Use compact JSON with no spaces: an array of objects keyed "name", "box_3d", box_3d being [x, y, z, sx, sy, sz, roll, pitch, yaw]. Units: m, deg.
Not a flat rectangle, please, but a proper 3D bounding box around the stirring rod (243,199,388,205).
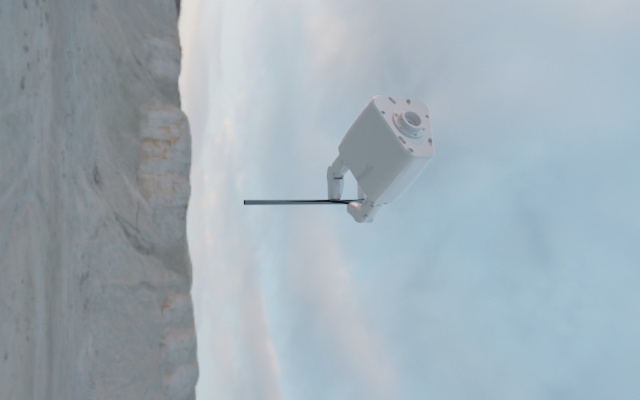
[{"name":"stirring rod","box_3d":[0.000,0.002,0.730,0.239,0.011,0.011,0,0,-26]}]
